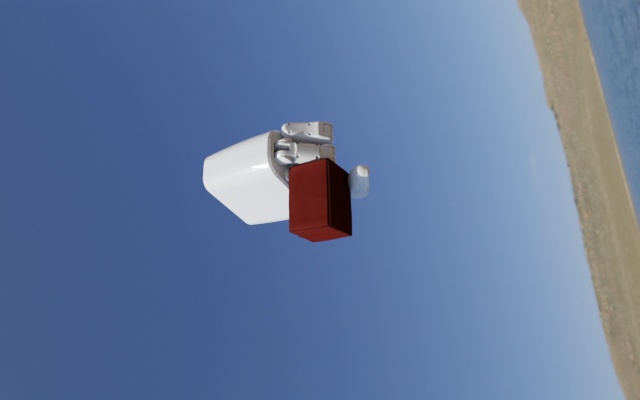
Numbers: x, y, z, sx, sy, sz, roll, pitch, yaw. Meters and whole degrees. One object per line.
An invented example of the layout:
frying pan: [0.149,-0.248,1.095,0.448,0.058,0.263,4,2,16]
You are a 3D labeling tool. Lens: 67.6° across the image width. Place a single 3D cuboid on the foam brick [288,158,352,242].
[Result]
foam brick: [0.000,0.002,0.526,0.051,0.078,0.053,-13,-24,27]
